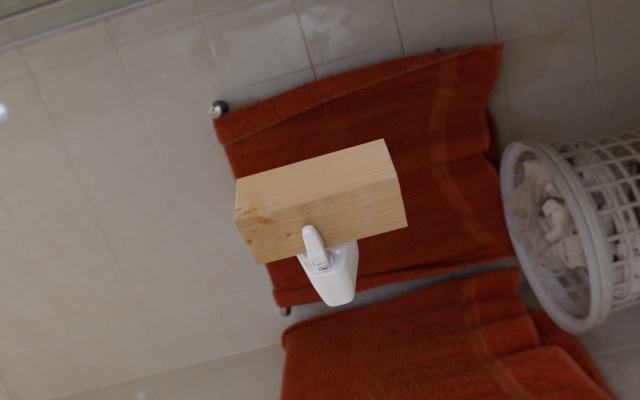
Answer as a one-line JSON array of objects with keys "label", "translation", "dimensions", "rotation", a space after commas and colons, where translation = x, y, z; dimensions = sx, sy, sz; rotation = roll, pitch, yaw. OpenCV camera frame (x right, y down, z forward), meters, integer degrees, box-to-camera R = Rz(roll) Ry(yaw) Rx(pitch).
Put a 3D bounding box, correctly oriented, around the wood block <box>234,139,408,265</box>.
[{"label": "wood block", "translation": [0.000, 0.003, 0.635], "dimensions": [0.206, 0.090, 0.090], "rotation": [-15, 40, 5]}]
